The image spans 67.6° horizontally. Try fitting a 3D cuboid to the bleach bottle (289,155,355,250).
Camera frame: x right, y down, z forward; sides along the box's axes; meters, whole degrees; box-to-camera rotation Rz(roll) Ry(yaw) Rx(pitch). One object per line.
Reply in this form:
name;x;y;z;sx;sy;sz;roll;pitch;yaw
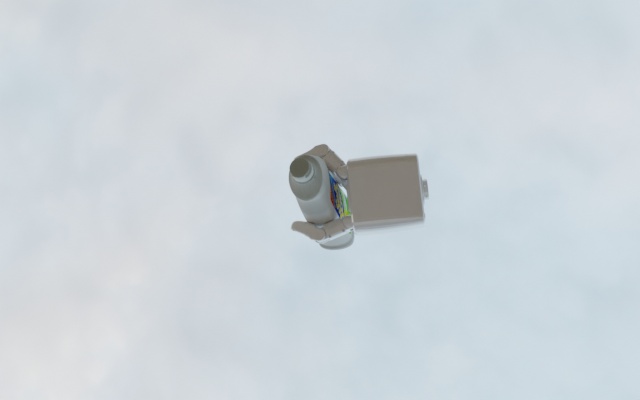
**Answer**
bleach bottle;0.000;0.002;0.749;0.068;0.102;0.251;-7;-19;11
